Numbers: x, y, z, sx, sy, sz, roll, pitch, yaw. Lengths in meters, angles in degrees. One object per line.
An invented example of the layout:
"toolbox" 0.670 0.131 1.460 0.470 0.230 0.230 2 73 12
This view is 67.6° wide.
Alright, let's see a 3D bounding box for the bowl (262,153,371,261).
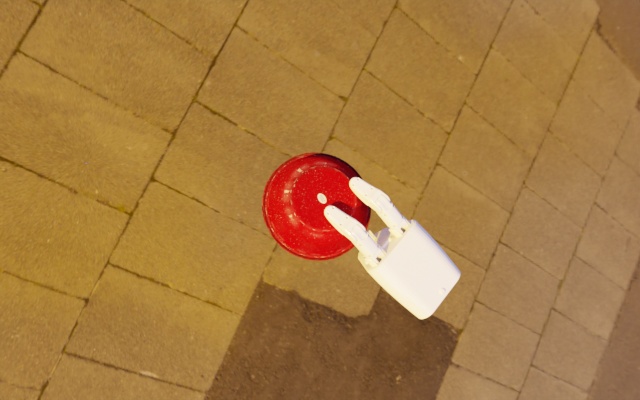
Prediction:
"bowl" -0.001 0.001 0.673 0.162 0.162 0.055 0 -12 -10
